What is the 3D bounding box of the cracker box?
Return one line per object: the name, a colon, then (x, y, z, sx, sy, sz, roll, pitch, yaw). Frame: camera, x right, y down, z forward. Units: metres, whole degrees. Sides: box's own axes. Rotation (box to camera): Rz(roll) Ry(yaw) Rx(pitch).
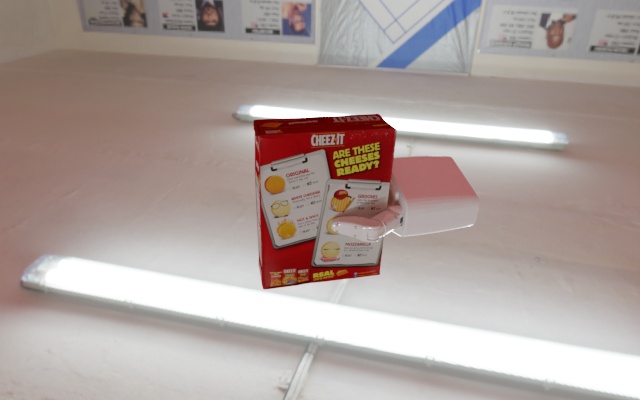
cracker box: (0.000, 0.002, 0.613, 0.164, 0.214, 0.072, -5, 28, -13)
